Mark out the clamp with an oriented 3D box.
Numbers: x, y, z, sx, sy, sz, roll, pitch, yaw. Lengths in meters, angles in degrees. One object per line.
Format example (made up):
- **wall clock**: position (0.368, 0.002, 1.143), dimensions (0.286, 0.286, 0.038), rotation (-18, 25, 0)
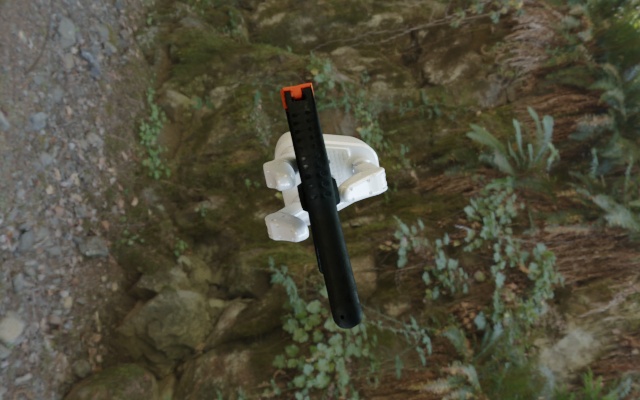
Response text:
- **clamp**: position (0.001, 0.001, 0.436), dimensions (0.036, 0.210, 0.164), rotation (-12, 16, -4)
